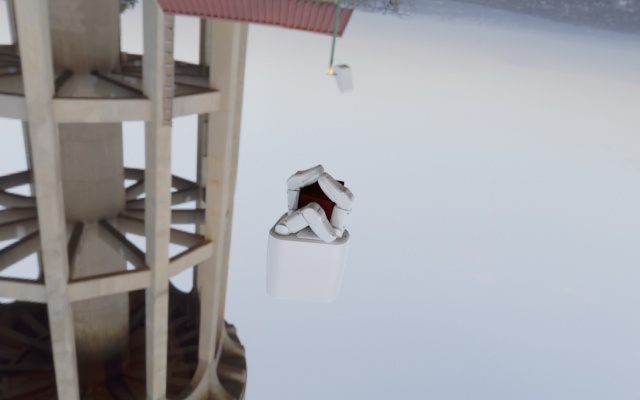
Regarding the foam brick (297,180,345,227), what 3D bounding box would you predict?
[{"bbox_3d":[0.000,0.002,0.710,0.053,0.051,0.078,12,24,11],"label":"foam brick"}]
